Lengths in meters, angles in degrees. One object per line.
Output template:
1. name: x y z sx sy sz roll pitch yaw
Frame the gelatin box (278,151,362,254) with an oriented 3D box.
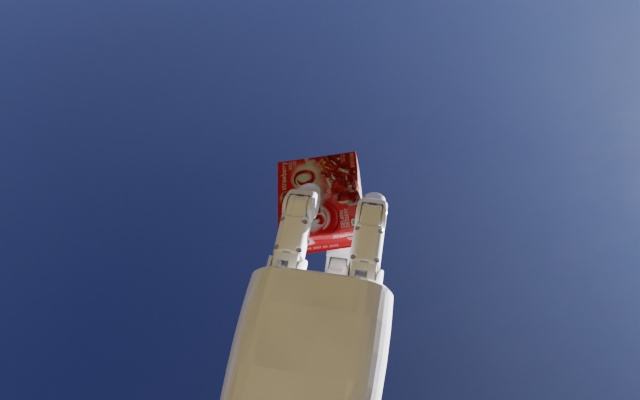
1. gelatin box: 0.000 0.001 0.419 0.073 0.089 0.030 -8 -38 6
